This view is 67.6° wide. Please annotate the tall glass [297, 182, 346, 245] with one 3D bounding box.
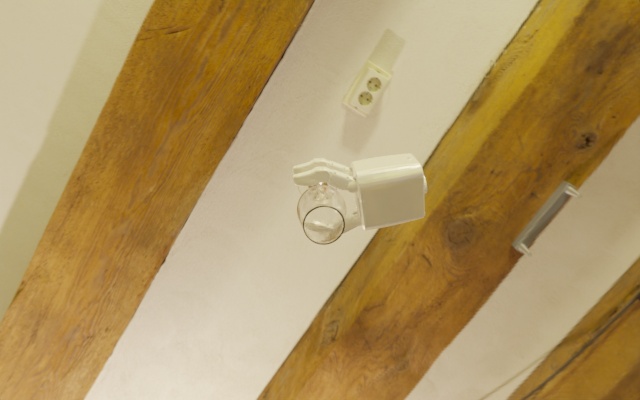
[{"bbox_3d":[0.000,0.002,0.786,0.079,0.079,0.201,0,20,-3],"label":"tall glass"}]
